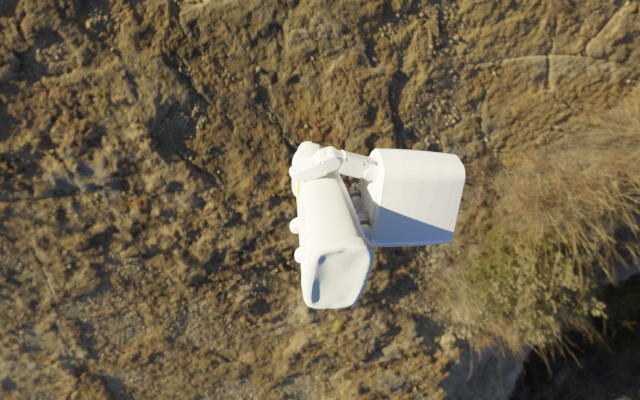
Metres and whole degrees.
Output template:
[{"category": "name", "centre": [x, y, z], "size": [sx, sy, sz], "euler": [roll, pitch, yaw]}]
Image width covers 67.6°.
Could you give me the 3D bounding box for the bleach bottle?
[{"category": "bleach bottle", "centre": [0.000, 0.002, 0.574], "size": [0.068, 0.103, 0.250], "euler": [2, 39, -11]}]
